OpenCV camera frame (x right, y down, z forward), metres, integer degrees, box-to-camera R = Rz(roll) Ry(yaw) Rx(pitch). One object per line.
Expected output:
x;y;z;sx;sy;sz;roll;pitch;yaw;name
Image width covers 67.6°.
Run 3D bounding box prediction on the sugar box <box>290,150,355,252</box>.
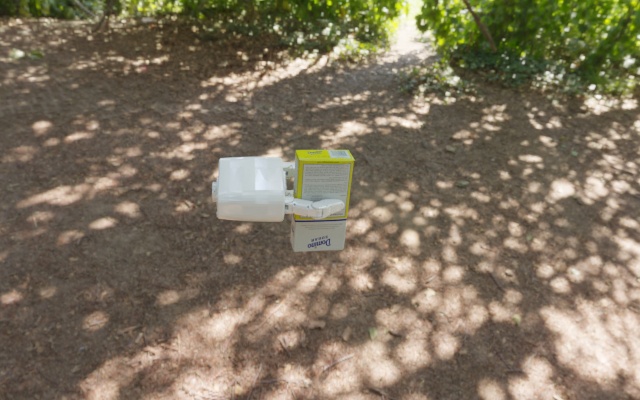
0.000;0.002;0.809;0.093;0.176;0.048;-1;32;-12;sugar box
